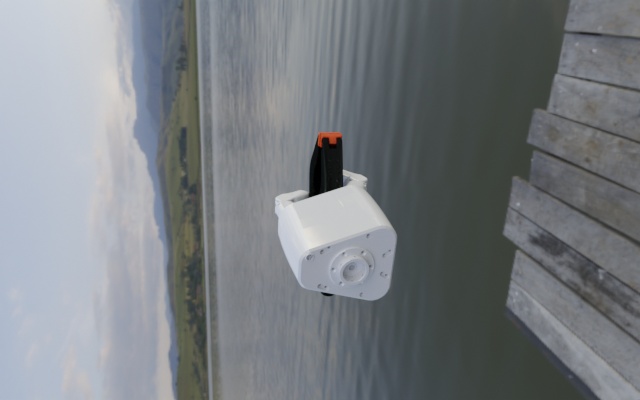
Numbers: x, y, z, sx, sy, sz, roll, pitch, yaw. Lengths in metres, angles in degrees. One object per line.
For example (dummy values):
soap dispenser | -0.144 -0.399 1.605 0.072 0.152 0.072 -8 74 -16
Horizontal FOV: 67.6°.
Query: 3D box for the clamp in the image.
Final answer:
clamp | -0.001 0.002 0.661 0.036 0.210 0.164 -3 24 -15
